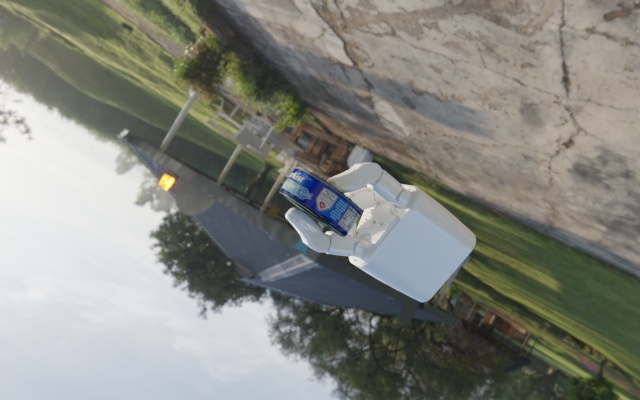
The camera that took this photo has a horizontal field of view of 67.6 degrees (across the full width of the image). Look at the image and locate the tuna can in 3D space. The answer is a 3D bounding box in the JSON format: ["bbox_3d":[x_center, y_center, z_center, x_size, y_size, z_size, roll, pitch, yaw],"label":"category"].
[{"bbox_3d":[0.000,0.002,0.498,0.086,0.034,0.086,35,-5,3],"label":"tuna can"}]
